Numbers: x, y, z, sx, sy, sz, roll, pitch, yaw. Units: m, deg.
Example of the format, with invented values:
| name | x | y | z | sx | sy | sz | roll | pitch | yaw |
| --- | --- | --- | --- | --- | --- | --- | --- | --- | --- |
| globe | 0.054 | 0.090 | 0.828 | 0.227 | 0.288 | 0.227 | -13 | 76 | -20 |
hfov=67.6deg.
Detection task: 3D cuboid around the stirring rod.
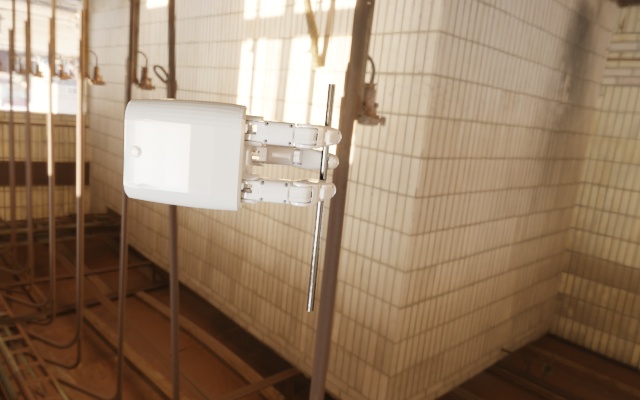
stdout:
| name | x | y | z | sx | sy | sz | roll | pitch | yaw |
| --- | --- | --- | --- | --- | --- | --- | --- | --- | --- |
| stirring rod | 0.000 | 0.002 | 0.497 | 0.011 | 0.239 | 0.011 | 5 | 11 | -1 |
